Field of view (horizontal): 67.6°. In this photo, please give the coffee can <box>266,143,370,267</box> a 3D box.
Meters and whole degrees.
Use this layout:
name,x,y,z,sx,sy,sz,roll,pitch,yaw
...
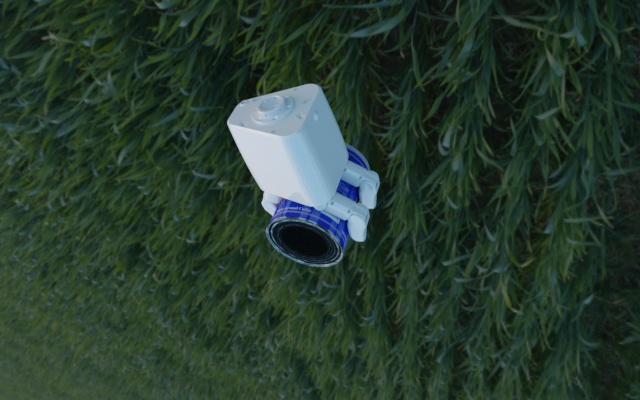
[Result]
name,x,y,z,sx,sy,sz,roll,pitch,yaw
coffee can,0.000,0.002,0.638,0.103,0.140,0.103,14,-36,10
